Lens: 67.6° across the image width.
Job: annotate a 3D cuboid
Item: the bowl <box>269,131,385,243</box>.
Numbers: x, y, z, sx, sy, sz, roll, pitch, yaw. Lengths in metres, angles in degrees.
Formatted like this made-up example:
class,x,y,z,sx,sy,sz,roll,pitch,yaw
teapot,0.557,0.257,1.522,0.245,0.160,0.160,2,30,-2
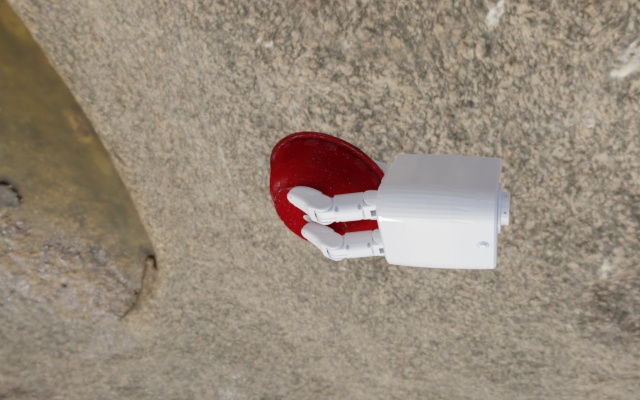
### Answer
class,x,y,z,sx,sy,sz,roll,pitch,yaw
bowl,-0.001,0.002,0.546,0.162,0.162,0.055,0,42,37
